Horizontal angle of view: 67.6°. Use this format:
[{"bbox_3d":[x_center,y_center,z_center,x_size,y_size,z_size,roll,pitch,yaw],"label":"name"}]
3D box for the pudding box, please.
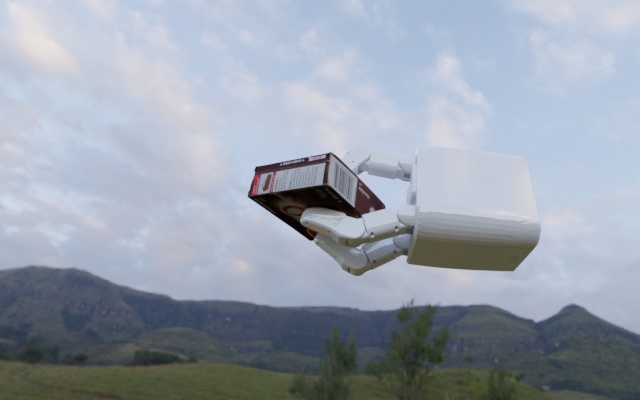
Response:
[{"bbox_3d":[0.000,0.001,0.465,0.090,0.039,0.113,-8,-33,32],"label":"pudding box"}]
